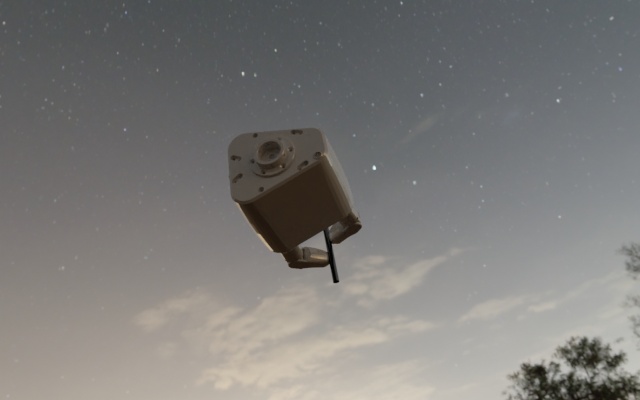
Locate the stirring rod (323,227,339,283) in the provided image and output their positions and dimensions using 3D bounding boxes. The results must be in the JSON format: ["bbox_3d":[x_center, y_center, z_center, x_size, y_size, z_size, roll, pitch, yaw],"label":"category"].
[{"bbox_3d":[0.000,0.002,0.651,0.011,0.239,0.011,-8,-35,-5],"label":"stirring rod"}]
